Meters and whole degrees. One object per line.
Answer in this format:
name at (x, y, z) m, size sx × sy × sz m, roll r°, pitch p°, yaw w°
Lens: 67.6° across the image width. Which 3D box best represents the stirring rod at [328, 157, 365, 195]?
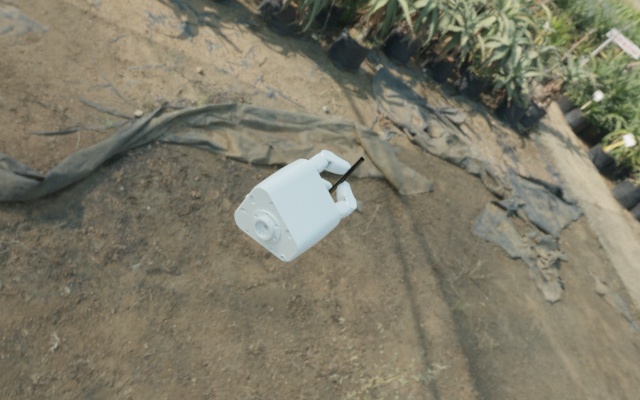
stirring rod at (0.000, 0.003, 0.808) m, size 0.011 × 0.011 × 0.240 m, roll 0°, pitch -34°, yaw -40°
